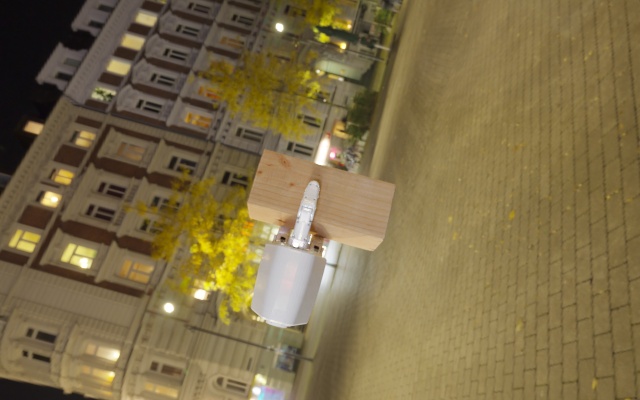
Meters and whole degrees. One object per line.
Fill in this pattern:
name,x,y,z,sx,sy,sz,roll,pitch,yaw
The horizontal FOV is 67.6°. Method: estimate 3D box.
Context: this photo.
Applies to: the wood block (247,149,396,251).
wood block,0.000,0.003,0.741,0.206,0.090,0.091,15,-19,0
